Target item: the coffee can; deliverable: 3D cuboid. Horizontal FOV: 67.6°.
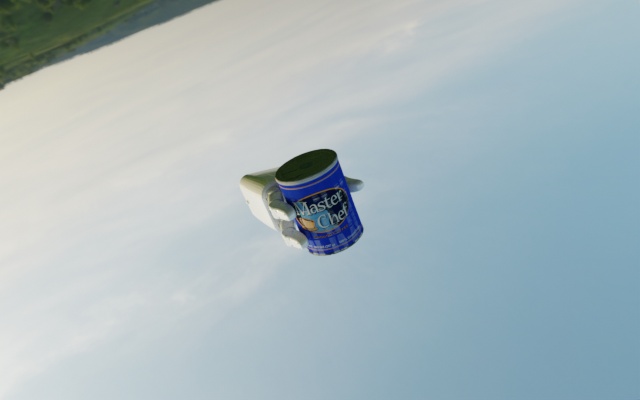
[{"bbox_3d":[0.000,0.002,0.766,0.103,0.140,0.102,-17,26,9],"label":"coffee can"}]
